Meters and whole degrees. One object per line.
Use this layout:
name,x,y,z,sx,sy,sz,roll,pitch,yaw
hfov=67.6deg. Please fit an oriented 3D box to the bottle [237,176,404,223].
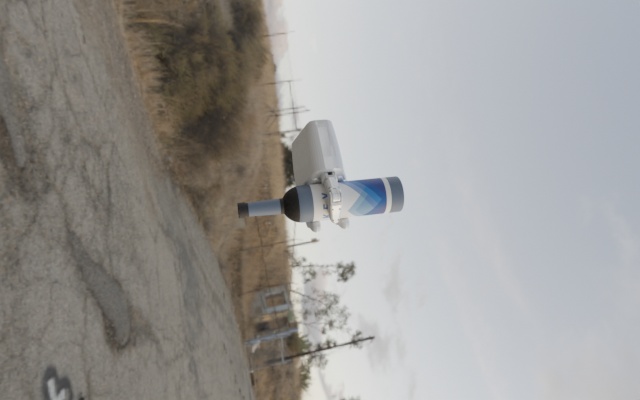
bottle,0.000,0.003,0.860,0.296,0.069,0.069,-6,1,-11
